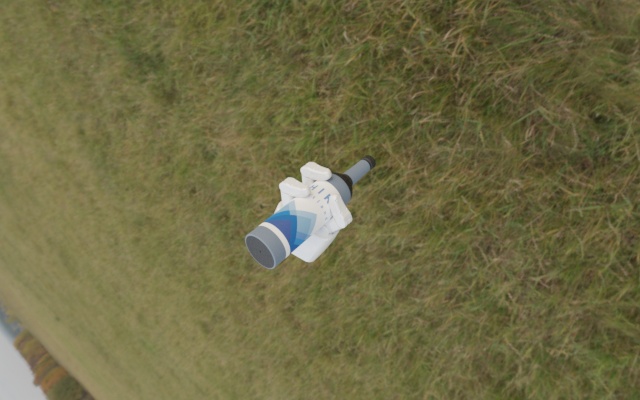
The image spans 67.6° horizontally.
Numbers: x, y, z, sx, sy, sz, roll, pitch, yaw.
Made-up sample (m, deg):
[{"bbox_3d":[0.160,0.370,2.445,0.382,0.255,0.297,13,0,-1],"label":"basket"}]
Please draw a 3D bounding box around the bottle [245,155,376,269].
[{"bbox_3d":[0.000,0.003,0.823,0.069,0.069,0.295,0,32,49],"label":"bottle"}]
